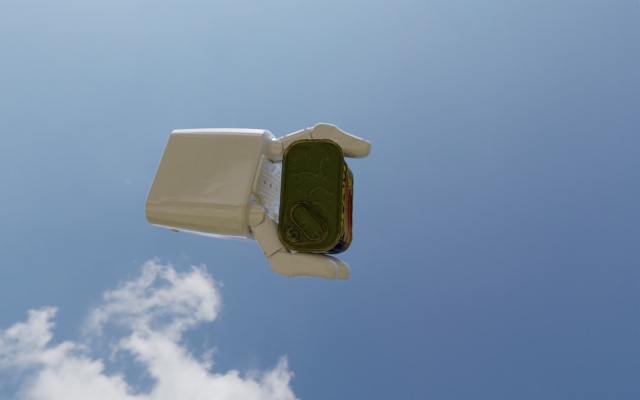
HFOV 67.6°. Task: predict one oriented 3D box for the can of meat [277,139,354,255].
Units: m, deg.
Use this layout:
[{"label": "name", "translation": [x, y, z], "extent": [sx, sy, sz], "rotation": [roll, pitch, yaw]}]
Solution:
[{"label": "can of meat", "translation": [0.000, 0.001, 0.462], "extent": [0.057, 0.102, 0.084], "rotation": [0, -10, 13]}]
